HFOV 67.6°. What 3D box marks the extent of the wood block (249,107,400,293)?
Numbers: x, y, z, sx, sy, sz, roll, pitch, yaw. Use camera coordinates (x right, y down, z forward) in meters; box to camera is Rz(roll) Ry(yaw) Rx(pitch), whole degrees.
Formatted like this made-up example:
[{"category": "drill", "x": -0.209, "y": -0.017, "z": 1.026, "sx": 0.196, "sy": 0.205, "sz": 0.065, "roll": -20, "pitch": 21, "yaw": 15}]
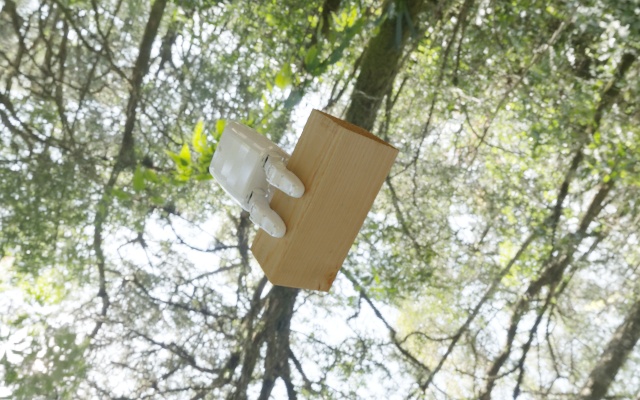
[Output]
[{"category": "wood block", "x": 0.000, "y": 0.002, "z": 0.607, "sx": 0.091, "sy": 0.206, "sz": 0.090, "roll": 15, "pitch": 17, "yaw": -34}]
